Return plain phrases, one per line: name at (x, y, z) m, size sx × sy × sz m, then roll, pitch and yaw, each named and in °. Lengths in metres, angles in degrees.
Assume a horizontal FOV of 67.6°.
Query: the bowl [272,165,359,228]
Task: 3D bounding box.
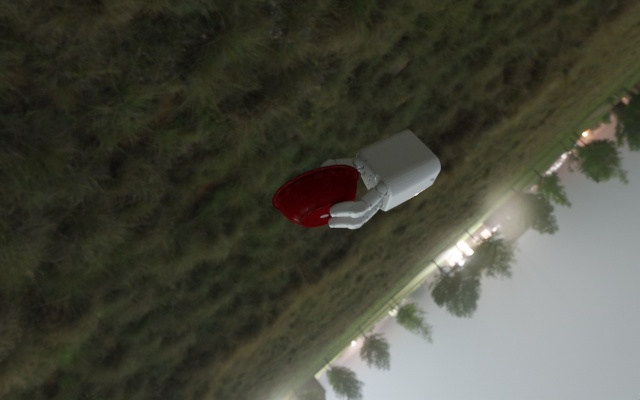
bowl at (-0.001, 0.004, 0.827) m, size 0.162 × 0.055 × 0.162 m, roll -17°, pitch -21°, yaw -7°
